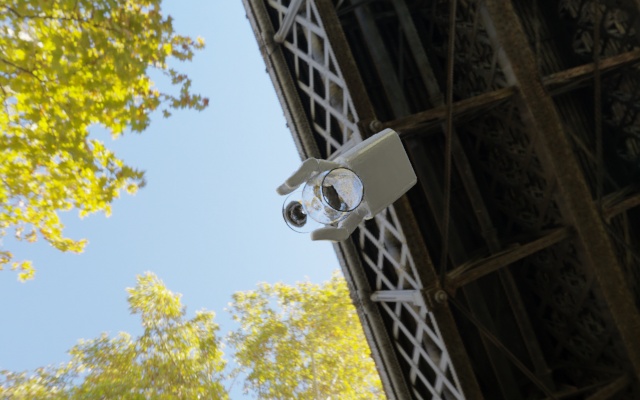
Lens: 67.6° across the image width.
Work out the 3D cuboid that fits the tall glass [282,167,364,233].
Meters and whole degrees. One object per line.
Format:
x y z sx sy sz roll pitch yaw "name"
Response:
0.000 0.003 0.733 0.079 0.079 0.201 0 -10 -18 "tall glass"
